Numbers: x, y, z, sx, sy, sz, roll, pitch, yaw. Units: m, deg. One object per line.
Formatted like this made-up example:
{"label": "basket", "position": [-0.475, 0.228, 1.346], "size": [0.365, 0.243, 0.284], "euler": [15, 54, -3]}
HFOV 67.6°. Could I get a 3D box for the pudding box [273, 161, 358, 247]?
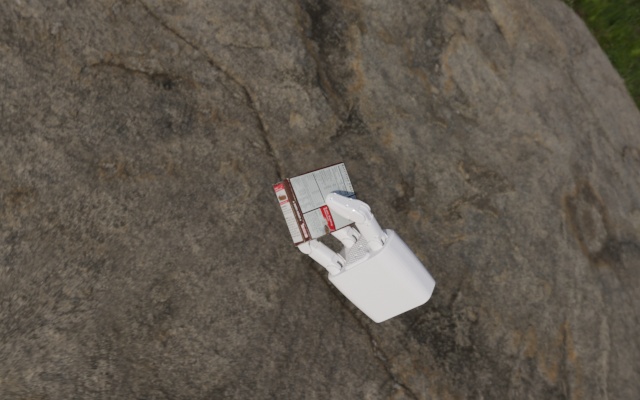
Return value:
{"label": "pudding box", "position": [0.000, 0.002, 0.655], "size": [0.113, 0.090, 0.039], "euler": [-19, -2, -44]}
